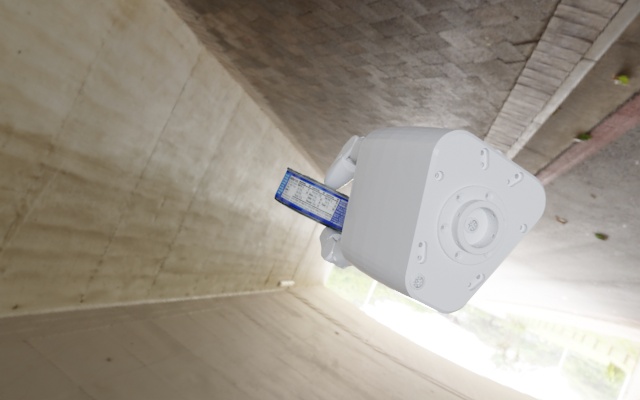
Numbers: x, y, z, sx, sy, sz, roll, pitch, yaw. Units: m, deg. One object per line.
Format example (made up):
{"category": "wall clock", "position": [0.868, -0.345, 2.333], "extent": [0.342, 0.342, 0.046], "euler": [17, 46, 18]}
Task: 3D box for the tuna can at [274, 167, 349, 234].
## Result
{"category": "tuna can", "position": [0.000, 0.002, 0.456], "extent": [0.086, 0.034, 0.086], "euler": [26, 1, -1]}
